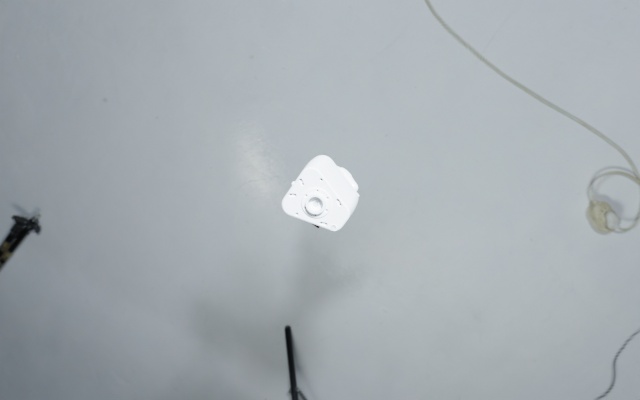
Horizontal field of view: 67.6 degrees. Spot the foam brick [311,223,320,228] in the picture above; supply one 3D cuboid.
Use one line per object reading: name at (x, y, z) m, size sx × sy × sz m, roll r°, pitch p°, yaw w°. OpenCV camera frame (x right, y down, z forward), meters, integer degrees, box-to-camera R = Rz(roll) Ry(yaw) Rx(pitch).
foam brick at (0.000, 0.003, 0.896) m, size 0.053 × 0.078 × 0.051 m, roll 35°, pitch 17°, yaw -1°
